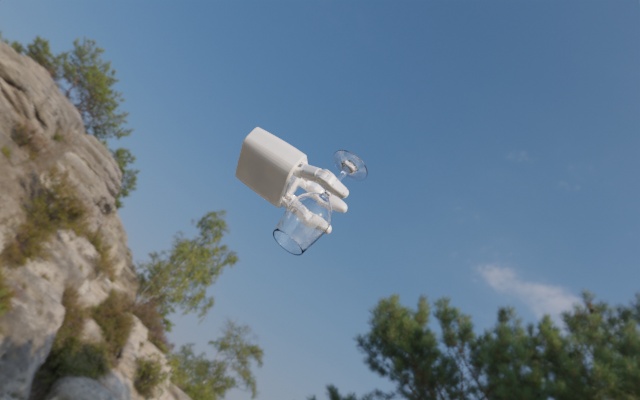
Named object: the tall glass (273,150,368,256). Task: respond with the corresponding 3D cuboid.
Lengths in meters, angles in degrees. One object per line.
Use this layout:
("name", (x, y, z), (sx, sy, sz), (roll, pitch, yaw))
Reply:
("tall glass", (0.001, 0.002, 0.838), (0.079, 0.079, 0.201), (0, 43, 49))
